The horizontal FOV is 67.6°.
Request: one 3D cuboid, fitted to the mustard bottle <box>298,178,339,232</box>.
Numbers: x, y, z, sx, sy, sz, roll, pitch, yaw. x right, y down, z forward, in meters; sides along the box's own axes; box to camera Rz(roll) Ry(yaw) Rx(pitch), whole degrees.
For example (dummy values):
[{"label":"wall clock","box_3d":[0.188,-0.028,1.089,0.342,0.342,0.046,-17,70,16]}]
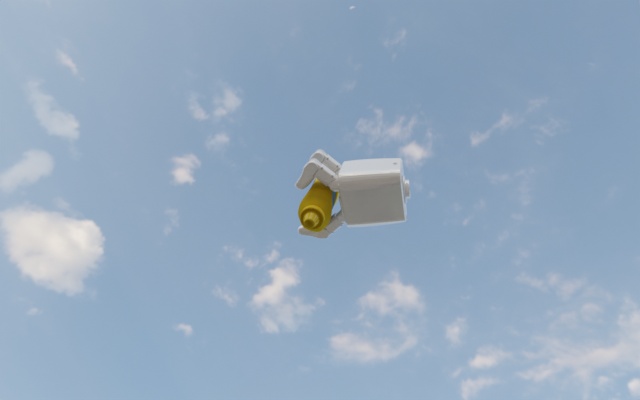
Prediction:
[{"label":"mustard bottle","box_3d":[0.000,0.003,0.856,0.058,0.096,0.191,18,24,3]}]
